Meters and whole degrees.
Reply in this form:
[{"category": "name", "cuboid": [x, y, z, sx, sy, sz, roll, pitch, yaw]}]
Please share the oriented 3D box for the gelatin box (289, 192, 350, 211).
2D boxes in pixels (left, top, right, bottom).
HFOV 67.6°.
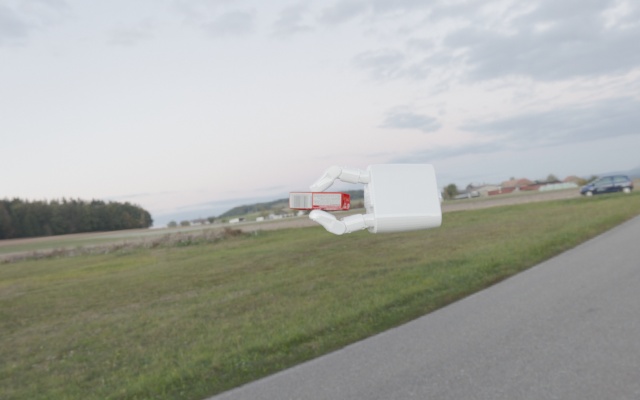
[{"category": "gelatin box", "cuboid": [0.000, 0.002, 0.779, 0.089, 0.030, 0.073, 1, -2, 11]}]
